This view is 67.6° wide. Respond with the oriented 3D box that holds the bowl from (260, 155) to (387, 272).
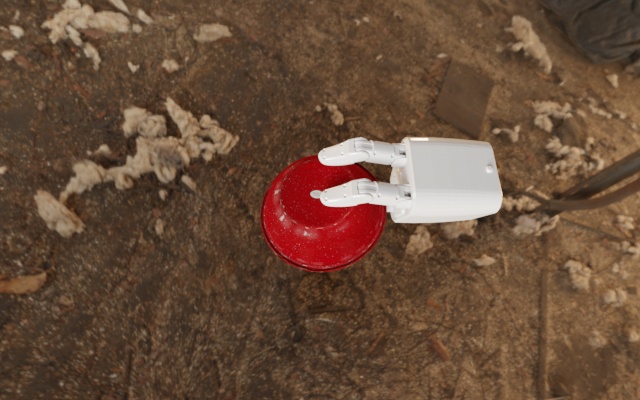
[{"bbox_3d":[-0.001,0.002,0.582,0.162,0.162,0.055,0,-25,7],"label":"bowl"}]
